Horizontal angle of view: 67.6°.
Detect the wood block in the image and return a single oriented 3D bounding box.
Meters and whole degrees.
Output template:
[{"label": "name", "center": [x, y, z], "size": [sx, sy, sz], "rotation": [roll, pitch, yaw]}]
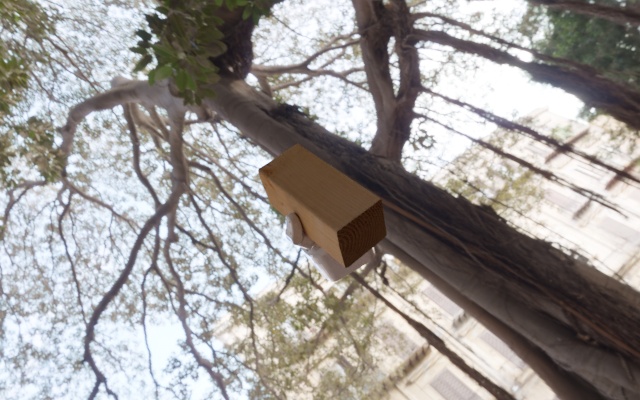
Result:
[{"label": "wood block", "center": [0.000, 0.003, 0.775], "size": [0.091, 0.090, 0.206], "rotation": [-36, 48, -20]}]
